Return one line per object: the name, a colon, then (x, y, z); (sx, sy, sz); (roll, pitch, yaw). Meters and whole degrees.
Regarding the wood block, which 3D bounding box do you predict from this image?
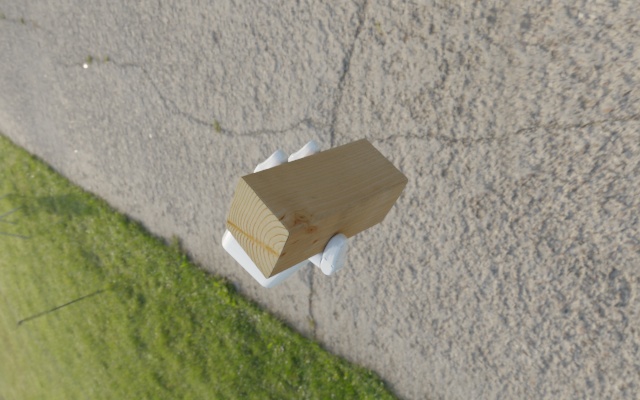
wood block: (0.000, 0.002, 0.592); (0.206, 0.090, 0.090); (-23, -29, -40)
